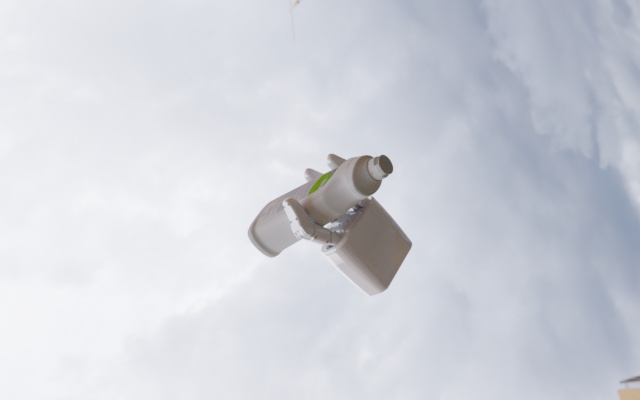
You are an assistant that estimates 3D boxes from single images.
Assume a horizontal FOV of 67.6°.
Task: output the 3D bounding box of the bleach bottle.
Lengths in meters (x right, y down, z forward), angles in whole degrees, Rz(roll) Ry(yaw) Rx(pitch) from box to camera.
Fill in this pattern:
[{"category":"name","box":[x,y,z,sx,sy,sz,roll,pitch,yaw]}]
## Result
[{"category":"bleach bottle","box":[0.000,0.002,0.697,0.251,0.068,0.102,-28,23,42]}]
